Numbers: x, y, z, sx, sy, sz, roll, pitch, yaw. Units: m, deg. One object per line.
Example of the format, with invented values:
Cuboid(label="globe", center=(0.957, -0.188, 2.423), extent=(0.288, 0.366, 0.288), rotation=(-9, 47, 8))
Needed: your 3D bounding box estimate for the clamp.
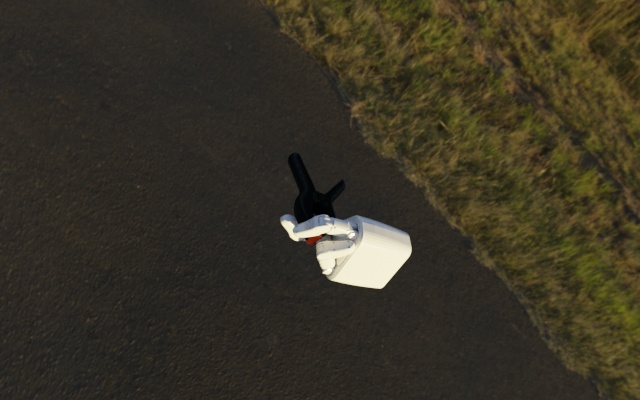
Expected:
Cuboid(label="clamp", center=(0.000, 0.002, 0.807), extent=(0.120, 0.171, 0.039), rotation=(17, -41, -28))
